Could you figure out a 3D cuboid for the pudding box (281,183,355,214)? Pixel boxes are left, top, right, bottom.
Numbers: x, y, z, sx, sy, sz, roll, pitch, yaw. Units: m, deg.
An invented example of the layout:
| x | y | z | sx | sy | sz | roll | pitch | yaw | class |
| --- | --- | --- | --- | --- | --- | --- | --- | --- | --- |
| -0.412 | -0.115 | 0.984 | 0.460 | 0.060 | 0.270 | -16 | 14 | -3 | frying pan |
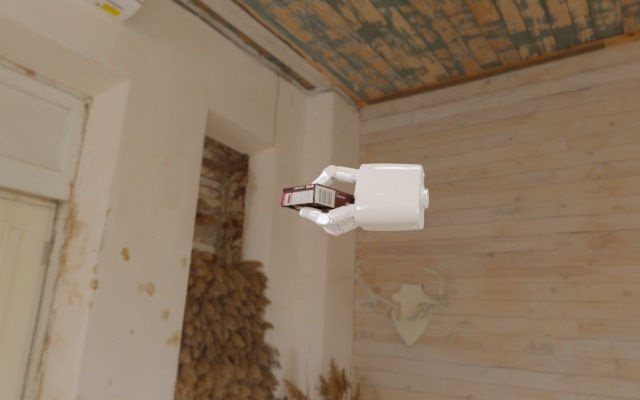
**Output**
| x | y | z | sx | sy | sz | roll | pitch | yaw | class |
| --- | --- | --- | --- | --- | --- | --- | --- | --- | --- |
| 0.000 | 0.003 | 0.861 | 0.113 | 0.039 | 0.090 | 19 | -19 | -42 | pudding box |
